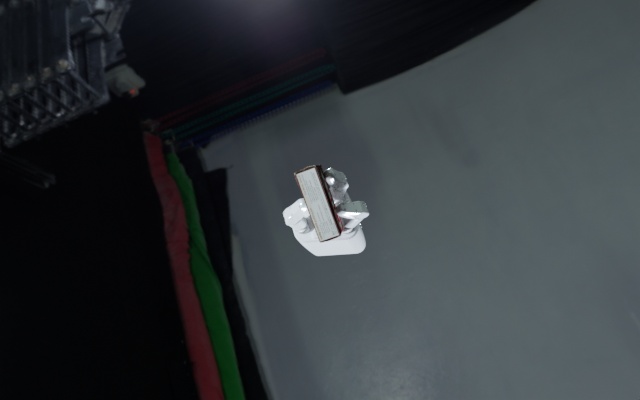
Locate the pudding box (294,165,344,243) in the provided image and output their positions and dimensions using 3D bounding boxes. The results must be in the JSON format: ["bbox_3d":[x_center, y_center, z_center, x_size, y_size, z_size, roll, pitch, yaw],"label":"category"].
[{"bbox_3d":[0.000,0.002,0.733,0.039,0.113,0.090,-22,3,5],"label":"pudding box"}]
